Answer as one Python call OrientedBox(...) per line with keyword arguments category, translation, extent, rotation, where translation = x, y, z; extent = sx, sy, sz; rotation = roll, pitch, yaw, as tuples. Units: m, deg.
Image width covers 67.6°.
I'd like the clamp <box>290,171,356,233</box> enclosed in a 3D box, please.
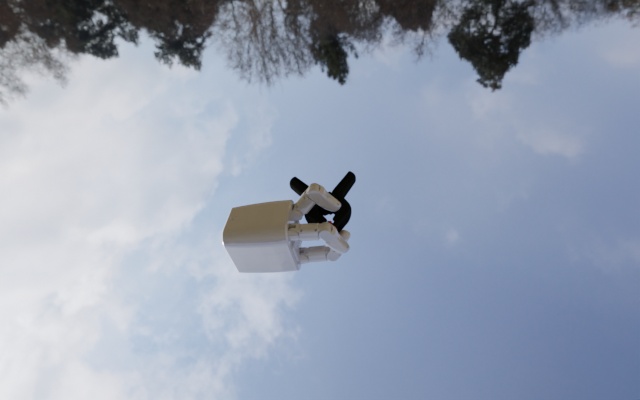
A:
OrientedBox(category="clamp", translation=(0.000, 0.003, 0.819), extent=(0.120, 0.039, 0.171), rotation=(-6, 33, 9))
